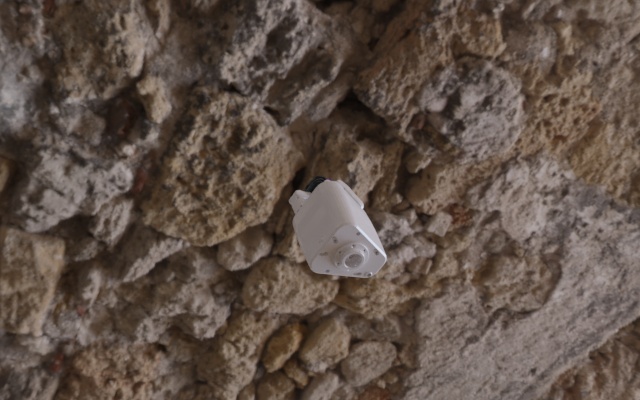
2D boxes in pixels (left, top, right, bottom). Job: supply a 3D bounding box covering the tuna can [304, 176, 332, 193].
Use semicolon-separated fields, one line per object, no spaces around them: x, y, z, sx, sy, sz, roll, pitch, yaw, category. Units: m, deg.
0.001;0.003;0.821;0.034;0.086;0.086;21;-11;-31;tuna can
